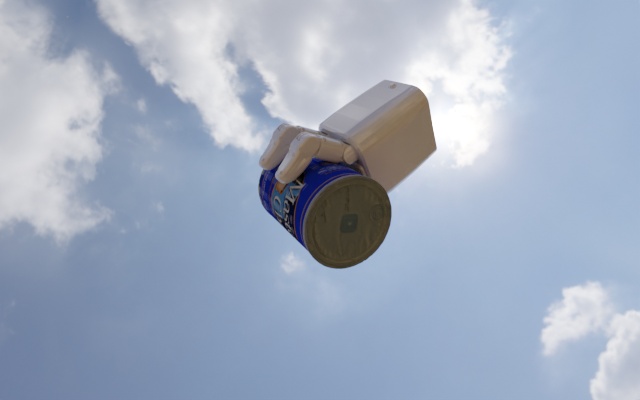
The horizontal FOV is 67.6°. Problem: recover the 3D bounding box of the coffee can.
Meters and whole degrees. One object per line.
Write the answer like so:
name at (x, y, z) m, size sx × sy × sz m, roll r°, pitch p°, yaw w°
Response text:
coffee can at (0.000, 0.002, 0.547) m, size 0.103 × 0.103 × 0.140 m, roll 0°, pitch 19°, yaw -28°
